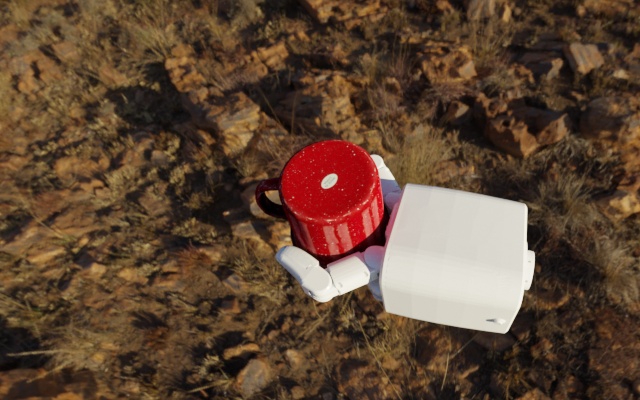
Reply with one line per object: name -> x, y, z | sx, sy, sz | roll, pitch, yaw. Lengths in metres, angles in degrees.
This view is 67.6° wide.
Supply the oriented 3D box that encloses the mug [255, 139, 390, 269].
mug -> -0.001, 0.001, 0.408 | 0.117, 0.093, 0.082 | 8, -29, 15
